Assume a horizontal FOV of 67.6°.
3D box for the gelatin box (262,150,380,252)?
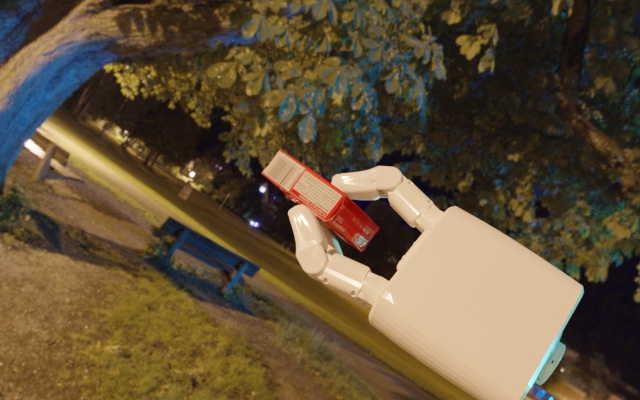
[{"bbox_3d":[0.000,0.001,0.416,0.089,0.030,0.073,36,-4,36],"label":"gelatin box"}]
